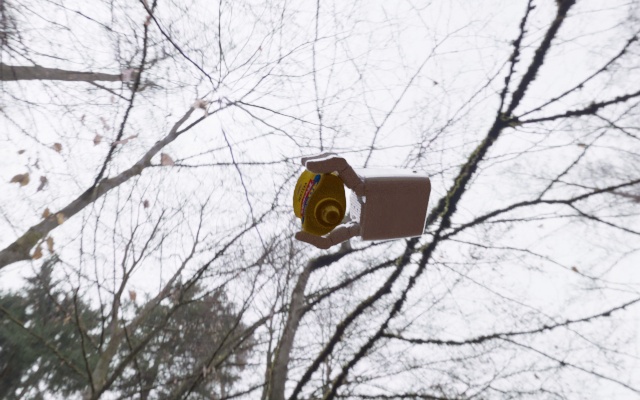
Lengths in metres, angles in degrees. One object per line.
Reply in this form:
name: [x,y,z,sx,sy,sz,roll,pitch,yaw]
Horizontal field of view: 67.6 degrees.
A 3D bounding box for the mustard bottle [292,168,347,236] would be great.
mustard bottle: [0.000,0.002,0.730,0.058,0.096,0.191,21,8,-15]
